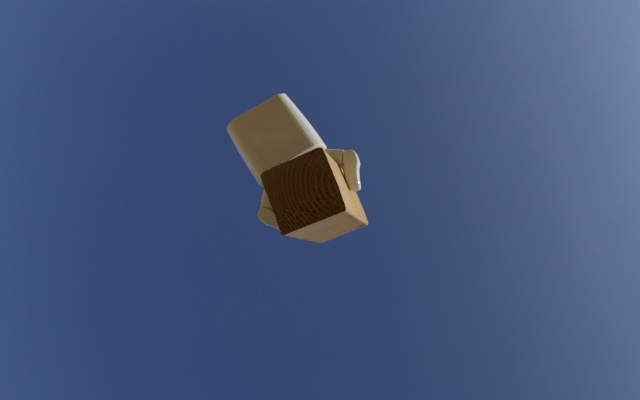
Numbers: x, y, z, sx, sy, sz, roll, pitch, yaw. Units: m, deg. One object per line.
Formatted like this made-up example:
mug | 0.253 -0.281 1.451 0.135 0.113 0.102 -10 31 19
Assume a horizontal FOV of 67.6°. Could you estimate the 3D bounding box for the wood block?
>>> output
wood block | 0.000 0.002 0.694 0.091 0.090 0.206 -23 -12 9
